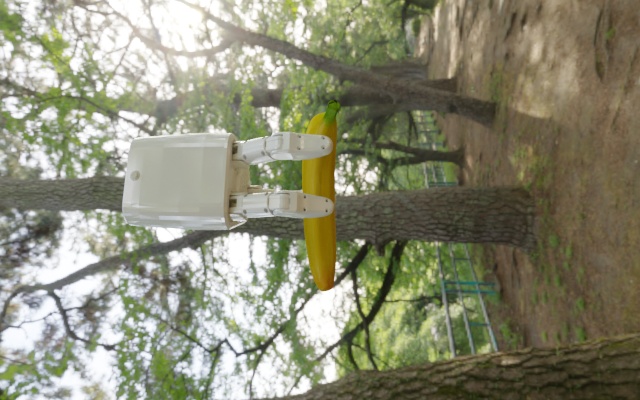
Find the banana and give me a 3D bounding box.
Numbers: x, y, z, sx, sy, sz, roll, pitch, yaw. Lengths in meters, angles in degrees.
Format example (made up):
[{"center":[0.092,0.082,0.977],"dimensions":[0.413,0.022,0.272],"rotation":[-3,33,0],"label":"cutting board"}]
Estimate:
[{"center":[-0.001,-0.005,0.510],"dimensions":[0.037,0.198,0.069],"rotation":[0,11,-3],"label":"banana"}]
